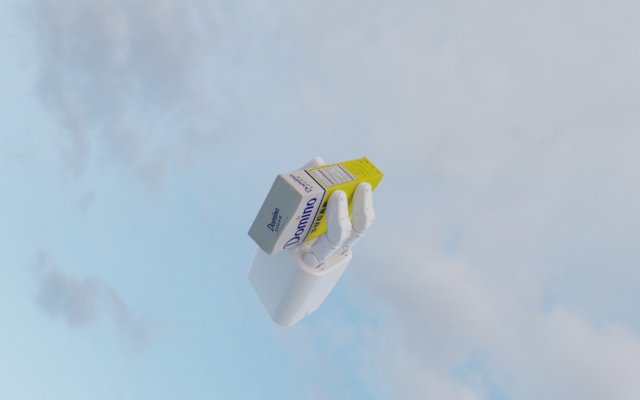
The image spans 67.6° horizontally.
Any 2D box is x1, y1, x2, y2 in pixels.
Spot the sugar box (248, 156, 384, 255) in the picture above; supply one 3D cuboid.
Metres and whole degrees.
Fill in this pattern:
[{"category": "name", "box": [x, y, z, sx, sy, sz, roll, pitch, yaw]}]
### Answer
[{"category": "sugar box", "box": [0.000, 0.002, 0.584, 0.048, 0.093, 0.176, 43, 33, 19]}]
